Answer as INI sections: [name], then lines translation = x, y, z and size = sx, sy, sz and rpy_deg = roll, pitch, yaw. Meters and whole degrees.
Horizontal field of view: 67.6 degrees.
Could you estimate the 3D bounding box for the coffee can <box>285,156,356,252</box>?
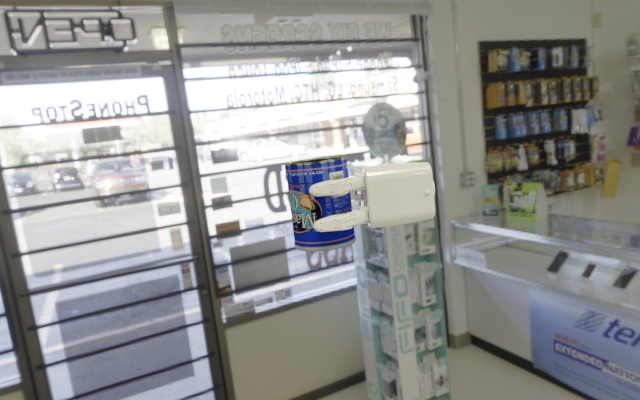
[coffee can]
translation = 0.000, 0.003, 0.781
size = 0.103, 0.140, 0.103
rpy_deg = -6, 8, 1
